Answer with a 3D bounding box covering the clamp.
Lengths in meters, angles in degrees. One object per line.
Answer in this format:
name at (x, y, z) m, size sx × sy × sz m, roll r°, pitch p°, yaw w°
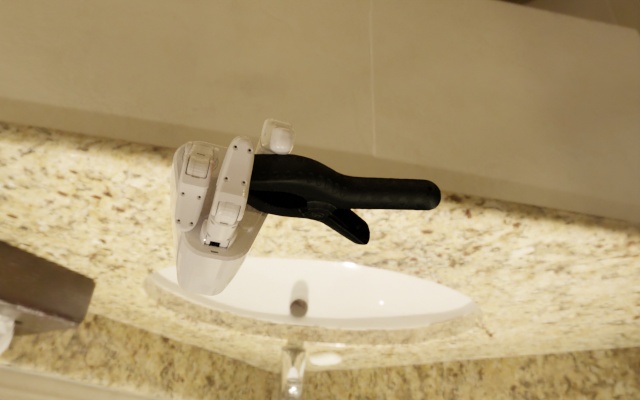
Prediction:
clamp at (0.000, 0.002, 0.406) m, size 0.171 × 0.039 × 0.120 m, roll 13°, pitch -33°, yaw -14°
